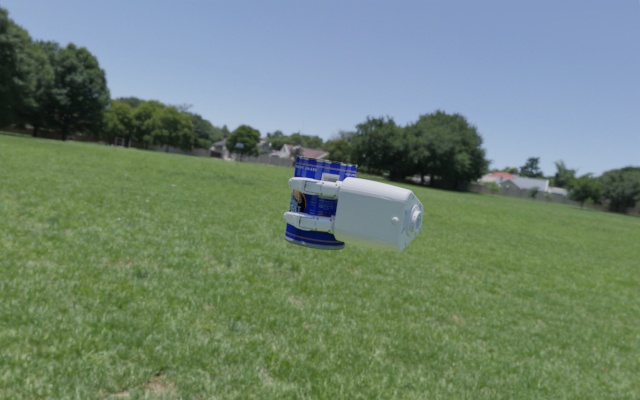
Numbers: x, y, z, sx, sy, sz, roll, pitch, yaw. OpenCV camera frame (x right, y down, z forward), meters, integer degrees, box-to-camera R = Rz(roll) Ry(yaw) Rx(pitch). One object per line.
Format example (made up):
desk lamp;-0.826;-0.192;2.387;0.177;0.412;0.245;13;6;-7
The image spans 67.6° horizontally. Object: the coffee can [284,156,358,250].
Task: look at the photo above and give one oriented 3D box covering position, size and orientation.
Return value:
coffee can;0.000;0.003;0.793;0.103;0.140;0.103;9;5;-1
